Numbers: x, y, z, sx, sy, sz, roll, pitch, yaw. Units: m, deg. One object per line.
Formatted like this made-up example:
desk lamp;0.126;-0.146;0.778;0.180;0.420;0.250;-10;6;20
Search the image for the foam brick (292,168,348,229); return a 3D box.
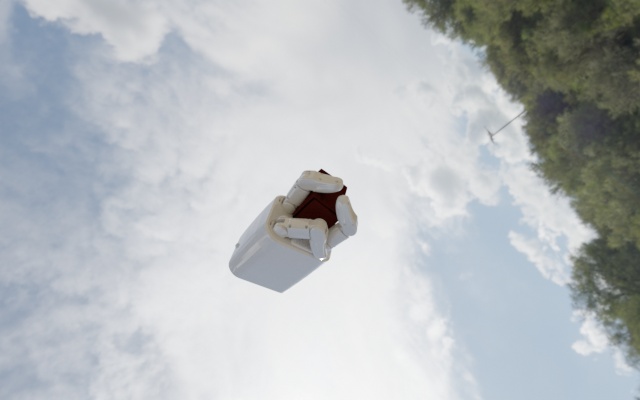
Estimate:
foam brick;0.000;0.002;0.691;0.053;0.051;0.078;37;33;-15
